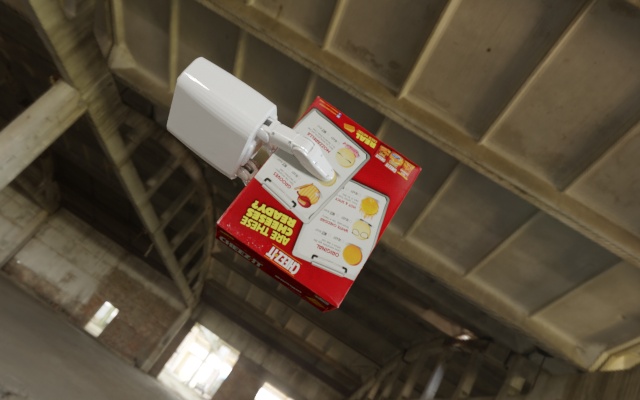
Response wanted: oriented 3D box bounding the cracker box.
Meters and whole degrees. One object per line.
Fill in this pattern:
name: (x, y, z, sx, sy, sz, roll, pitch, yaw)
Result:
cracker box: (0.000, 0.002, 0.588, 0.164, 0.213, 0.072, 35, -24, 0)
